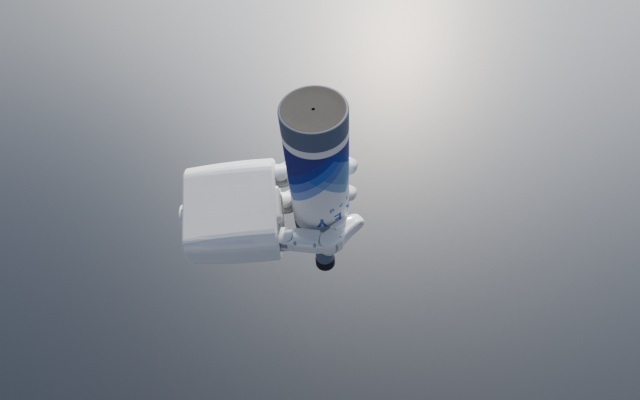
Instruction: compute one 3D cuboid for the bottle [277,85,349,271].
[{"bbox_3d":[0.000,0.002,0.558,0.069,0.069,0.296,0,-36,3],"label":"bottle"}]
